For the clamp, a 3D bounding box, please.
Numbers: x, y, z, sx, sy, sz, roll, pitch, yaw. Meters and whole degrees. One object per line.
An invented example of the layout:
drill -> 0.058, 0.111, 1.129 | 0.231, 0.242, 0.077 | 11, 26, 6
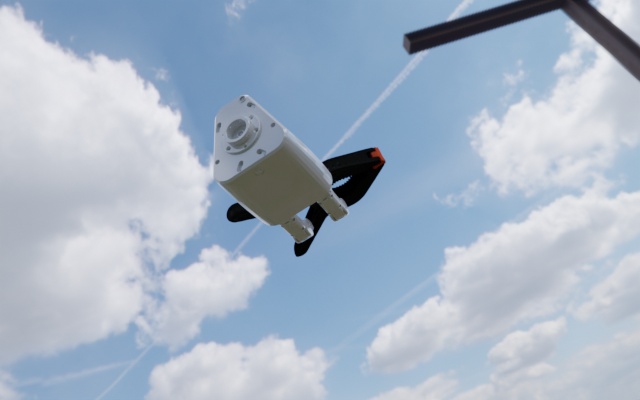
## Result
clamp -> 0.000, 0.001, 0.655 | 0.210, 0.036, 0.165 | -31, -37, 11
